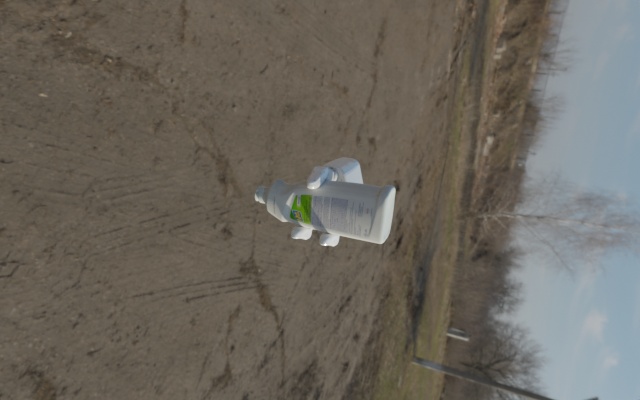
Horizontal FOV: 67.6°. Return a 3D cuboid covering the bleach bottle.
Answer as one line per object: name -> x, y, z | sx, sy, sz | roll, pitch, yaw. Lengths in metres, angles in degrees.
bleach bottle -> 0.000, 0.003, 0.847 | 0.251, 0.103, 0.068 | 12, 21, 19
